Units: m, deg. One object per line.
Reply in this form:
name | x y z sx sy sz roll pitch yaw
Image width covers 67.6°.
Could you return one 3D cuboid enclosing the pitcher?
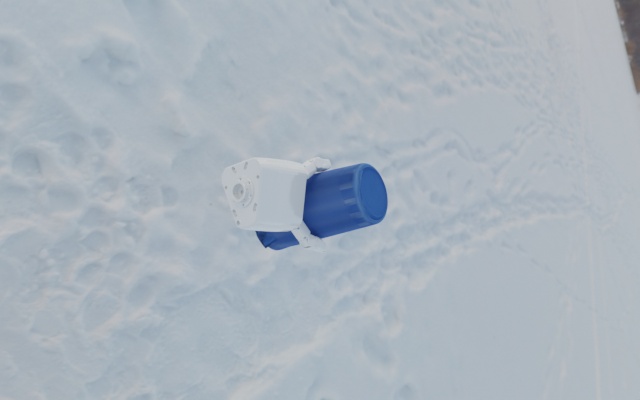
pitcher | 0.000 0.003 0.888 0.243 0.149 0.145 -14 -13 36
